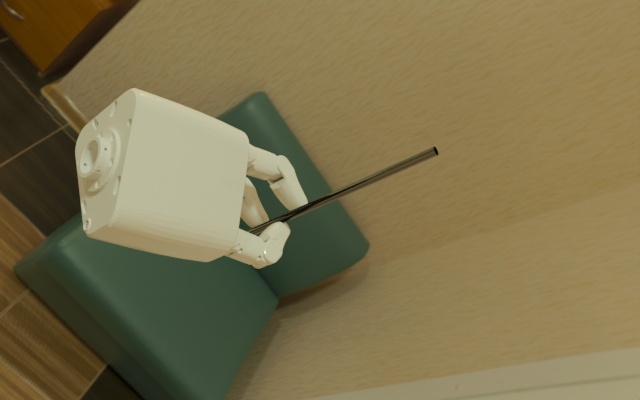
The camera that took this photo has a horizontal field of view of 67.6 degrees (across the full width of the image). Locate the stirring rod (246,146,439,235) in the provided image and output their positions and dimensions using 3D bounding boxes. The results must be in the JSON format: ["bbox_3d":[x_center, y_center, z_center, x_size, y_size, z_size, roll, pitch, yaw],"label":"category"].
[{"bbox_3d":[0.000,0.002,0.448,0.239,0.011,0.011,-24,-13,32],"label":"stirring rod"}]
